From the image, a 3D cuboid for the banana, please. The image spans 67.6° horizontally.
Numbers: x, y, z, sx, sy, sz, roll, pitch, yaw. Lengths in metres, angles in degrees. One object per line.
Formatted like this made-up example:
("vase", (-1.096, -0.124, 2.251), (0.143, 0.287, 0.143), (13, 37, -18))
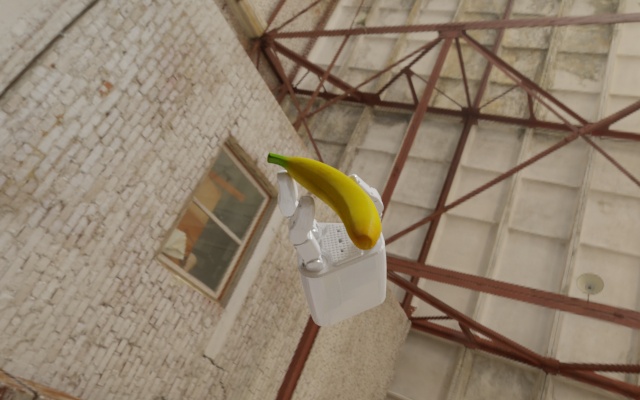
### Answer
("banana", (0.014, -0.002, 0.501), (0.069, 0.037, 0.197), (-8, 30, -31))
